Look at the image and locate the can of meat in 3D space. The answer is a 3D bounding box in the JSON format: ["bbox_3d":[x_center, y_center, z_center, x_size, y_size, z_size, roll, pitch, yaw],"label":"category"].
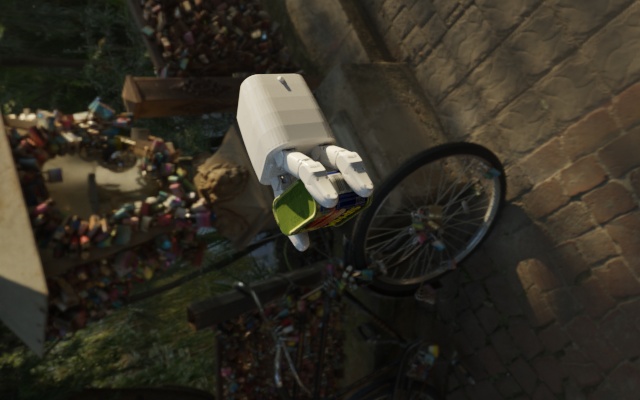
[{"bbox_3d":[0.000,0.002,0.594,0.084,0.057,0.102,-12,-16,-36],"label":"can of meat"}]
